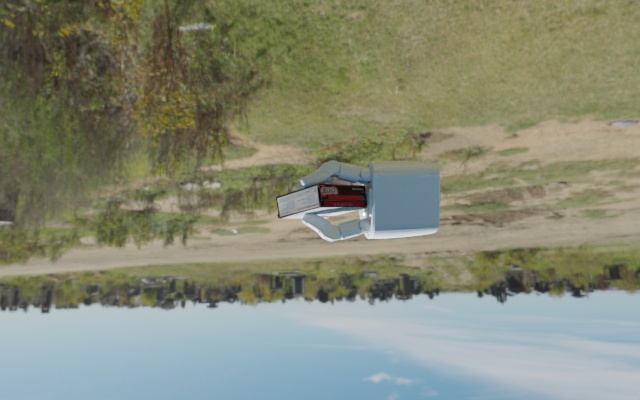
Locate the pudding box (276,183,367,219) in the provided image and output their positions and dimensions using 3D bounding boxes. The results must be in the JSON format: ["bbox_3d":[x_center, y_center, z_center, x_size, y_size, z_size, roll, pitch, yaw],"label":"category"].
[{"bbox_3d":[0.000,0.003,0.717,0.090,0.039,0.113,2,-13,-38],"label":"pudding box"}]
